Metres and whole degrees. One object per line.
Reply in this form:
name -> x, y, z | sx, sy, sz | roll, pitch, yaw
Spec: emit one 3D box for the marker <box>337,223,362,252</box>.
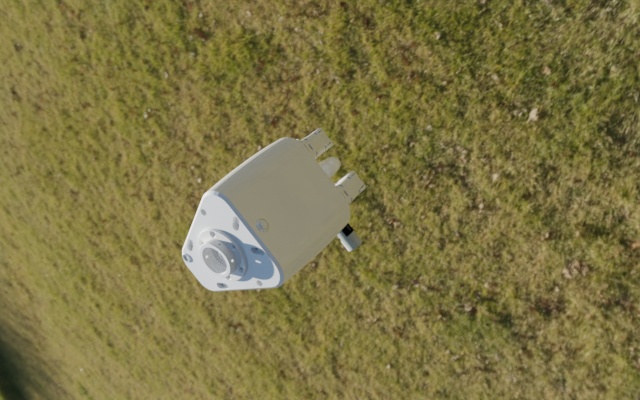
marker -> 0.000, 0.002, 0.503 | 0.020, 0.121, 0.020 | -38, 4, 3
